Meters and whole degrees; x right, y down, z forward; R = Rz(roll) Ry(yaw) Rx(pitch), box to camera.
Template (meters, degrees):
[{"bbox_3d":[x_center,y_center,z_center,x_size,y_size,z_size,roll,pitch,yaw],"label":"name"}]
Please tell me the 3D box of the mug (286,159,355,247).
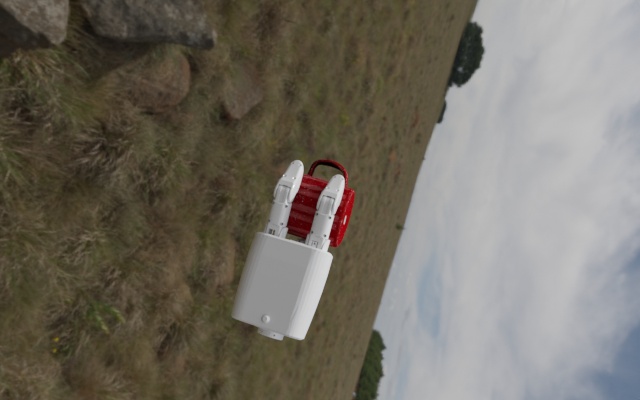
[{"bbox_3d":[0.001,0.001,0.638,0.081,0.117,0.093,16,-10,10],"label":"mug"}]
